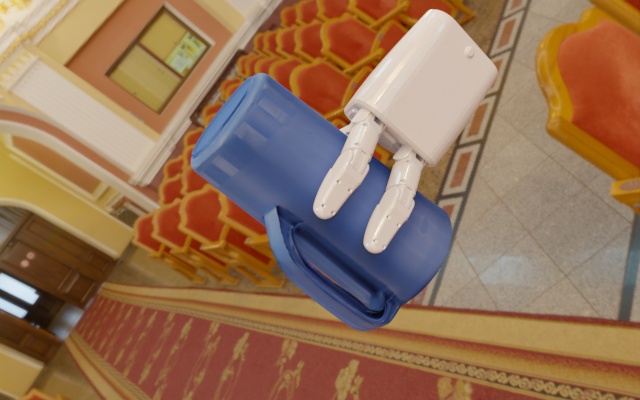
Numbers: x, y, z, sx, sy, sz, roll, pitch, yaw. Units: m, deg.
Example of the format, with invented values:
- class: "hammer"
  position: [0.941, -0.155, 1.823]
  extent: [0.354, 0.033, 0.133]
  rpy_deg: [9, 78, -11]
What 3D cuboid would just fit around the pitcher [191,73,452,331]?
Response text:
- class: "pitcher"
  position: [0.000, 0.001, 0.458]
  extent: [0.243, 0.145, 0.149]
  rpy_deg: [37, 0, -22]
